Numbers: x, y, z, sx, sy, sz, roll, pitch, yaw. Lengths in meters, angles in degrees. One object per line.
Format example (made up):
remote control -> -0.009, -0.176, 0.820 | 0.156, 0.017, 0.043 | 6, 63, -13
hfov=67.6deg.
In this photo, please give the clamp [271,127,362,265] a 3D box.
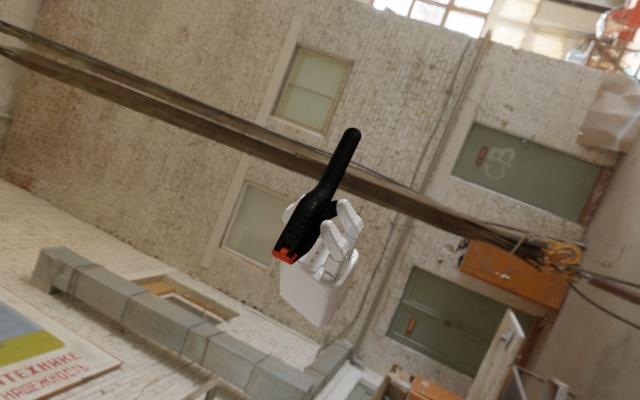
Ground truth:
clamp -> -0.001, 0.002, 0.662 | 0.036, 0.165, 0.210 | 23, 41, 16
